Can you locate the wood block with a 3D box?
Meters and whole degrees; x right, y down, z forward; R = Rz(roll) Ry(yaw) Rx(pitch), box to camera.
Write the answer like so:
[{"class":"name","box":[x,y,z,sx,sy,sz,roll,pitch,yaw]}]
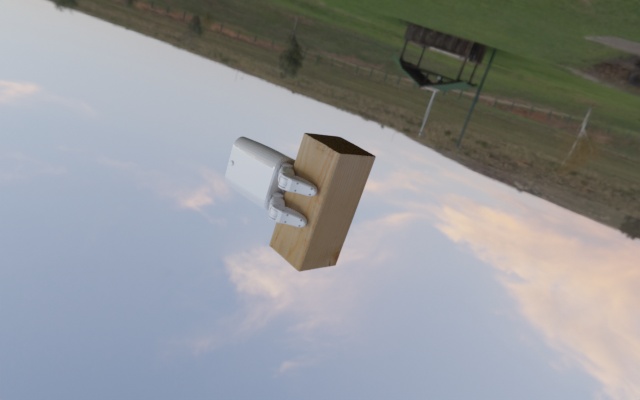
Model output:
[{"class":"wood block","box":[0.000,0.003,0.792,0.091,0.206,0.090,-2,28,-45]}]
